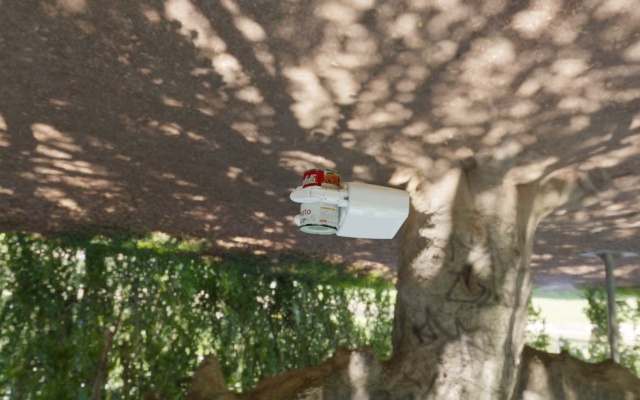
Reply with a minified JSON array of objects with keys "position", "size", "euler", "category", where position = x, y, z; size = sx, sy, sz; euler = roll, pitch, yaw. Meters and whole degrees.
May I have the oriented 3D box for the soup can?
[{"position":[0.000,0.003,0.834],"size":[0.068,0.102,0.068],"euler":[4,-15,1],"category":"soup can"}]
